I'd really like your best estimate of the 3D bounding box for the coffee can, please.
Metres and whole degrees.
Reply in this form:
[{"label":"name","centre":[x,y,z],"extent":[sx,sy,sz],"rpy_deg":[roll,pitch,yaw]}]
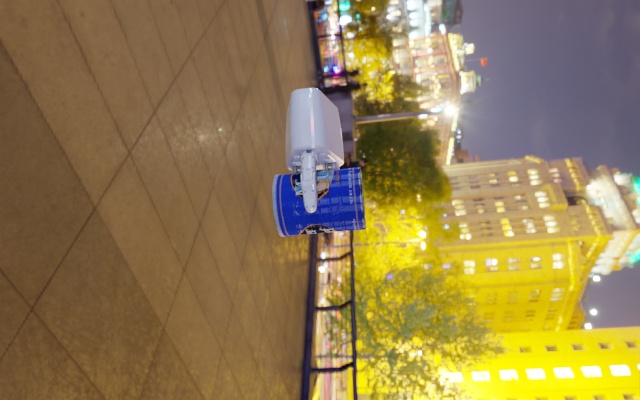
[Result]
[{"label":"coffee can","centre":[0.000,0.003,0.779],"extent":[0.140,0.103,0.103],"rpy_deg":[-5,-1,6]}]
